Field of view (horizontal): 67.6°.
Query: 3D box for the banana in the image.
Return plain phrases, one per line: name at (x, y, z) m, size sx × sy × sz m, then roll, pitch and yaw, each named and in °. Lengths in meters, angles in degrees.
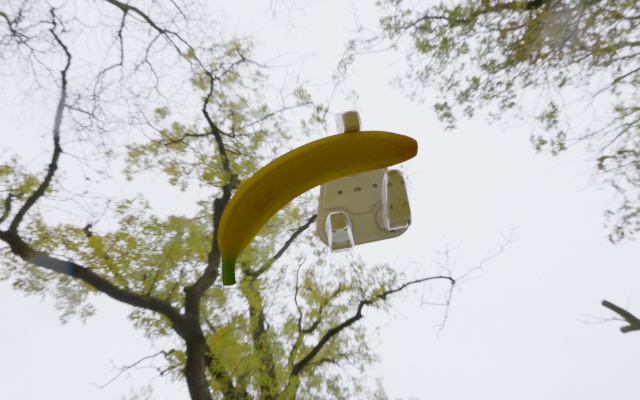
banana at (-0.014, -0.012, 0.402) m, size 0.198 × 0.069 × 0.037 m, roll -36°, pitch -7°, yaw -3°
